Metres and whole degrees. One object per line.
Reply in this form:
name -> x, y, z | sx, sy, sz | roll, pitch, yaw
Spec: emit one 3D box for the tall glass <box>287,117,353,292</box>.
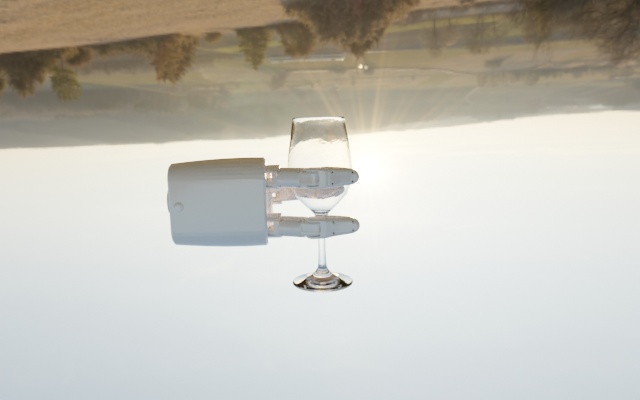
tall glass -> 0.000, 0.003, 0.571 | 0.079, 0.201, 0.079 | -1, 9, 0
